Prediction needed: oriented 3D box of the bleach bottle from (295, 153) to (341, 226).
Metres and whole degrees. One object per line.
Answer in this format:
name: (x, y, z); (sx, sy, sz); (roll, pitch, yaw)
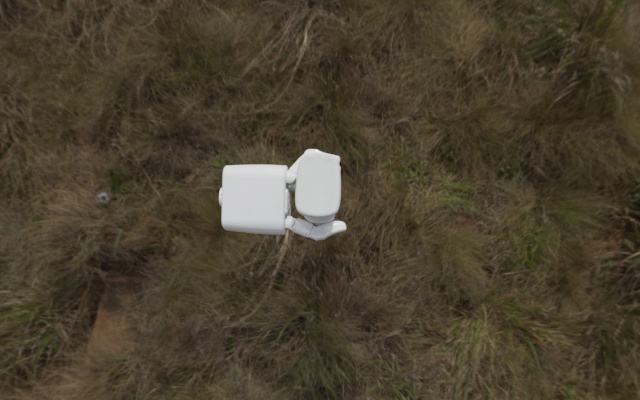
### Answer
bleach bottle: (0.000, 0.003, 0.824); (0.068, 0.102, 0.251); (2, -13, 2)
